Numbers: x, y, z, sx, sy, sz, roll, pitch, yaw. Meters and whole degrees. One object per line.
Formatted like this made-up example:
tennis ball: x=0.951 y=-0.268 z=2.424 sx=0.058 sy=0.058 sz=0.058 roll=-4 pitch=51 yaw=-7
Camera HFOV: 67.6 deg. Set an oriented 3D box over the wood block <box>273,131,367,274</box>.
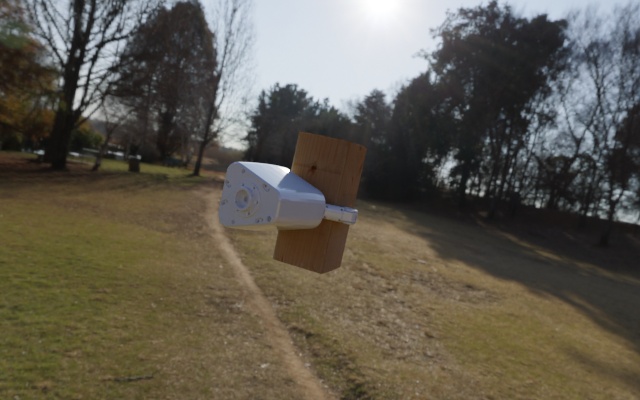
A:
wood block: x=0.000 y=0.002 z=0.770 sx=0.091 sy=0.206 sz=0.090 roll=14 pitch=5 yaw=21
